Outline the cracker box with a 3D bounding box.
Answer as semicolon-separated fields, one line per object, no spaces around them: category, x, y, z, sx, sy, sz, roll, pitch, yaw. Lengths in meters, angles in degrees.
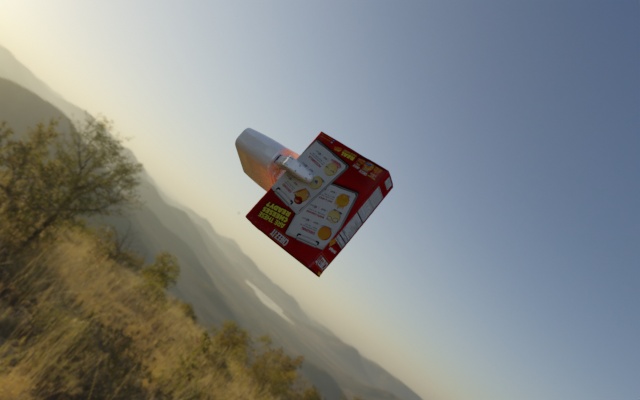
cracker box;0.000;0.003;0.850;0.164;0.213;0.072;35;-11;30
